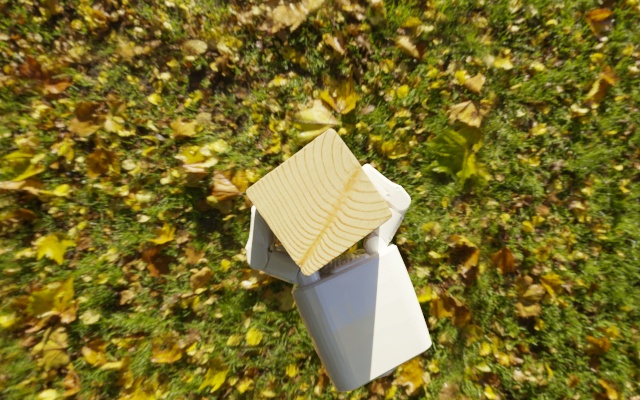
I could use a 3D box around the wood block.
[{"bbox_3d":[0.001,0.002,0.489,0.091,0.090,0.206,-35,0,0],"label":"wood block"}]
